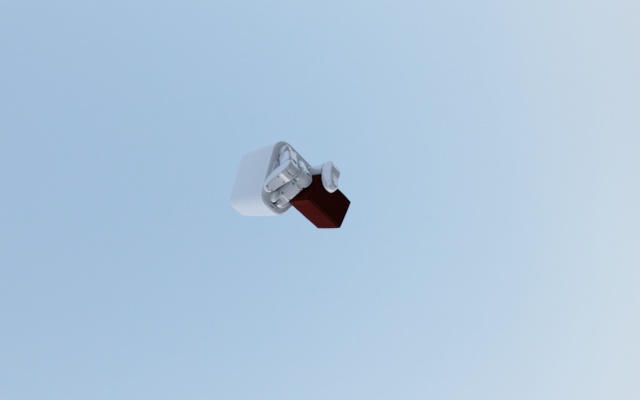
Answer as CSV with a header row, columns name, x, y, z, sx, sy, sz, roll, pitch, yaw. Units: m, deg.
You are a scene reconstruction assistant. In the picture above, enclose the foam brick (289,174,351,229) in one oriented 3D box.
name,x,y,z,sx,sy,sz,roll,pitch,yaw
foam brick,0.000,0.003,0.760,0.051,0.053,0.078,-8,-43,47
